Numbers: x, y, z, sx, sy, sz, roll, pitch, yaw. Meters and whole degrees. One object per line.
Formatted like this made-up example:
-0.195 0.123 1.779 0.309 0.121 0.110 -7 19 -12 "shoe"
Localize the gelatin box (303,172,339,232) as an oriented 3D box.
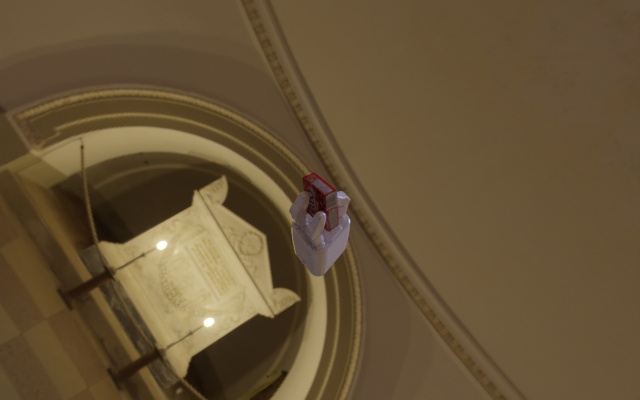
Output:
0.000 0.002 0.889 0.030 0.089 0.073 -26 45 -24 "gelatin box"
